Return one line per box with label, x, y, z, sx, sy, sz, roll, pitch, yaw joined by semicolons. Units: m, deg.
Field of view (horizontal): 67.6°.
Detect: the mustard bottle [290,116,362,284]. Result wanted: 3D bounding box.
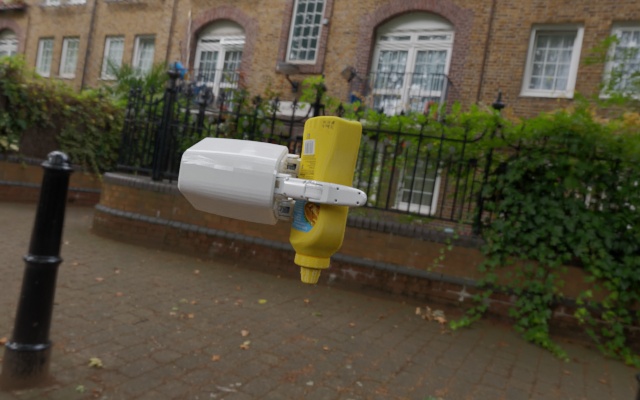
mustard bottle;0.000;0.002;0.560;0.058;0.191;0.096;8;1;-25
